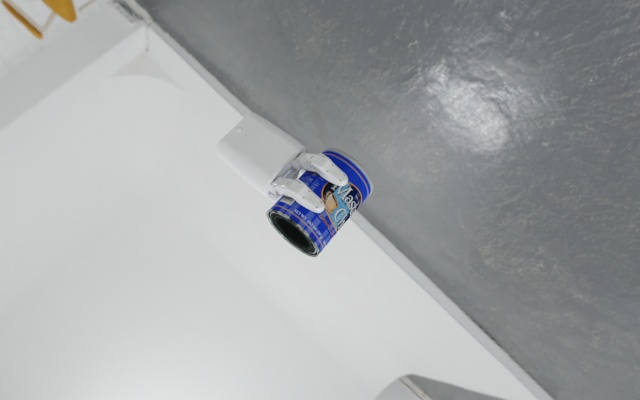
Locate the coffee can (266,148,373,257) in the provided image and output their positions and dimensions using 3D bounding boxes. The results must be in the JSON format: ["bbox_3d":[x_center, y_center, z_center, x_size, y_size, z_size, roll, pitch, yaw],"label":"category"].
[{"bbox_3d":[0.000,0.002,0.742,0.140,0.103,0.103,-48,22,-21],"label":"coffee can"}]
